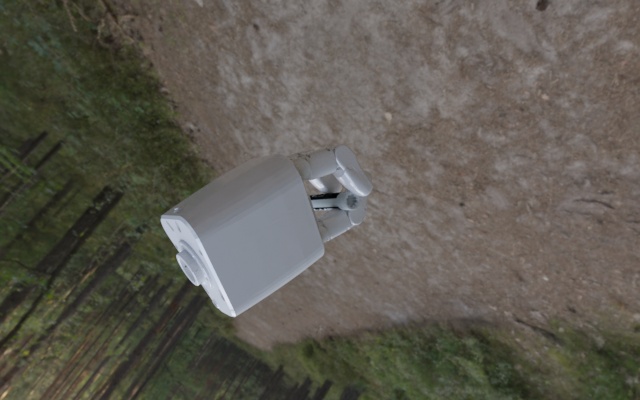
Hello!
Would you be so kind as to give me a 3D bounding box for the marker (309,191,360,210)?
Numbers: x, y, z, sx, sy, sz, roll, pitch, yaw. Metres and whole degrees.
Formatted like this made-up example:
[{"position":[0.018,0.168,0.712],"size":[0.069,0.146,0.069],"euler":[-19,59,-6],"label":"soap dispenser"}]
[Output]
[{"position":[0.000,0.002,0.517],"size":[0.020,0.020,0.121],"euler":[0,-1,-31],"label":"marker"}]
